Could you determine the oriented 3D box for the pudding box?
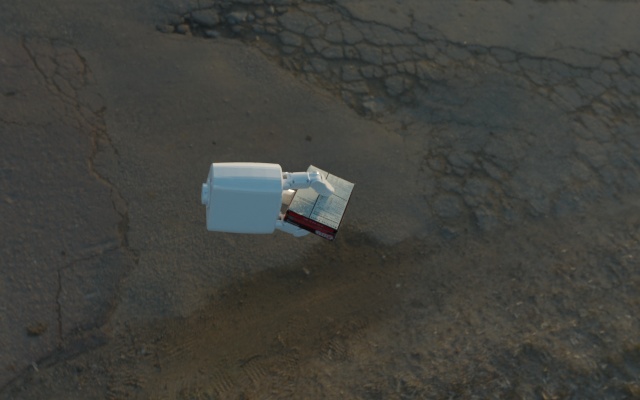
[{"bbox_3d":[0.000,0.002,0.797,0.090,0.113,0.039,24,-37,0],"label":"pudding box"}]
